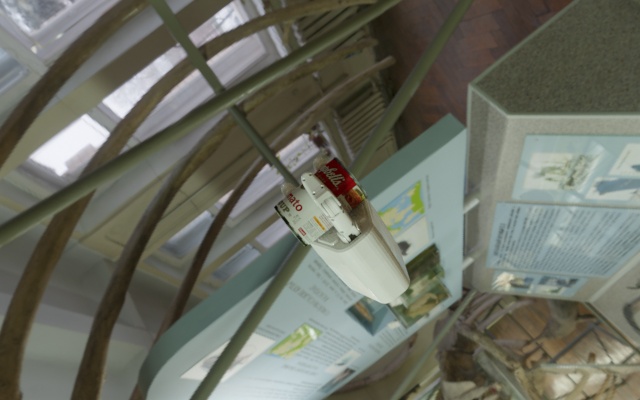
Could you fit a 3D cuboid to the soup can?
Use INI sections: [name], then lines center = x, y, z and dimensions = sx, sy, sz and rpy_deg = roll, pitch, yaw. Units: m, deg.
[soup can]
center = 0.000, 0.002, 0.612
dimensions = 0.102, 0.068, 0.068
rpy_deg = -39, 1, -2
